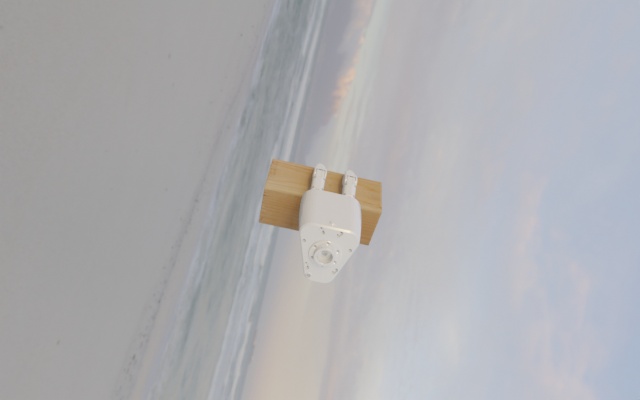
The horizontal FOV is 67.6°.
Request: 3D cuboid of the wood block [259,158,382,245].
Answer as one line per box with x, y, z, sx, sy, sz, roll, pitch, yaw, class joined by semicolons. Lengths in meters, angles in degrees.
0.000;0.003;0.876;0.206;0.091;0.090;13;40;-4;wood block
